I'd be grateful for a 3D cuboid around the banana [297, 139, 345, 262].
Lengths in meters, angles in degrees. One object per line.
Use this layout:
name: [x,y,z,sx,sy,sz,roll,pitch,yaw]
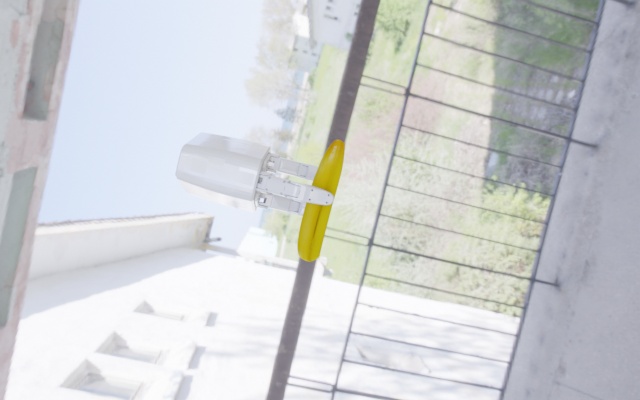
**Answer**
banana: [-0.003,0.013,0.664,0.037,0.198,0.069,15,28,2]
